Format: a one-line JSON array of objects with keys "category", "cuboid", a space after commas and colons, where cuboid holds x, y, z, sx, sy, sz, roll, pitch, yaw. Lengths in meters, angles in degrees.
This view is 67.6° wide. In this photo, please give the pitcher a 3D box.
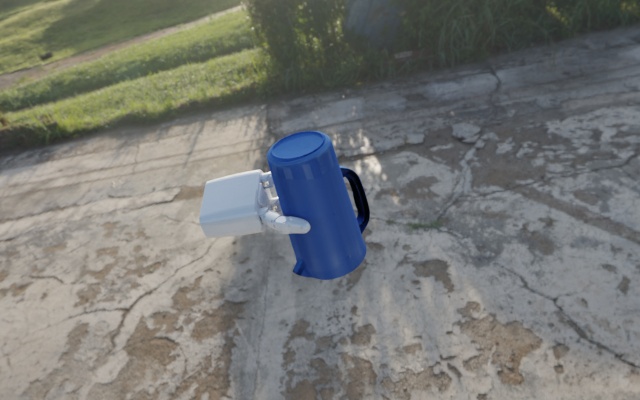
[{"category": "pitcher", "cuboid": [0.000, 0.003, 0.829, 0.145, 0.243, 0.149, -8, 34, 12]}]
